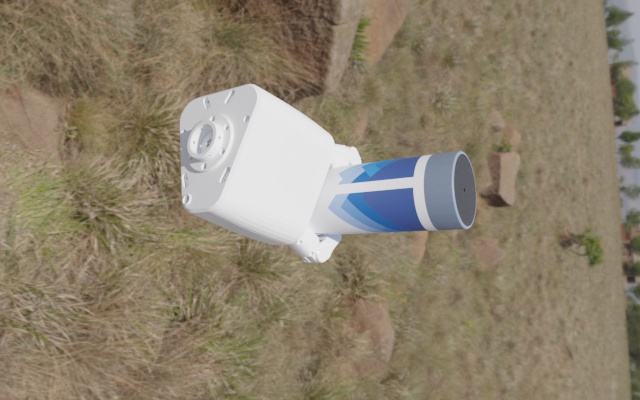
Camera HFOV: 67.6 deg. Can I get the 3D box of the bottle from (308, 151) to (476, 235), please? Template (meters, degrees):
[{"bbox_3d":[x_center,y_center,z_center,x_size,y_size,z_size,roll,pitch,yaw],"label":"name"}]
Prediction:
[{"bbox_3d":[0.000,0.002,0.484,0.296,0.069,0.069,-5,-3,33],"label":"bottle"}]
